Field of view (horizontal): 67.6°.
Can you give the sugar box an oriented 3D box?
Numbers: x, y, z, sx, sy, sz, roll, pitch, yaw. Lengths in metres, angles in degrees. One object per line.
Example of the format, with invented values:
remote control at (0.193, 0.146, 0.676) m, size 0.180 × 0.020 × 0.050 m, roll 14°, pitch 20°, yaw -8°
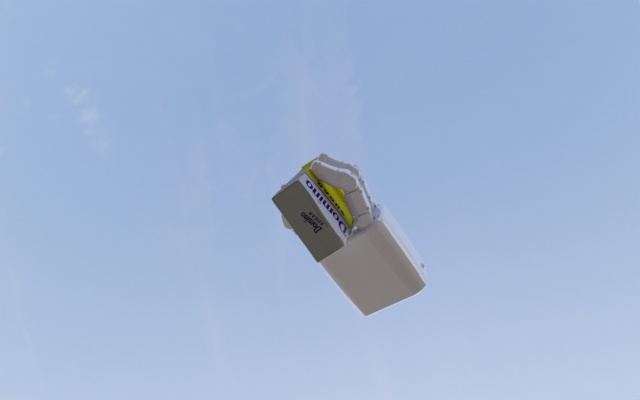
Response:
sugar box at (0.001, 0.002, 0.605) m, size 0.048 × 0.093 × 0.176 m, roll -34°, pitch 8°, yaw 13°
